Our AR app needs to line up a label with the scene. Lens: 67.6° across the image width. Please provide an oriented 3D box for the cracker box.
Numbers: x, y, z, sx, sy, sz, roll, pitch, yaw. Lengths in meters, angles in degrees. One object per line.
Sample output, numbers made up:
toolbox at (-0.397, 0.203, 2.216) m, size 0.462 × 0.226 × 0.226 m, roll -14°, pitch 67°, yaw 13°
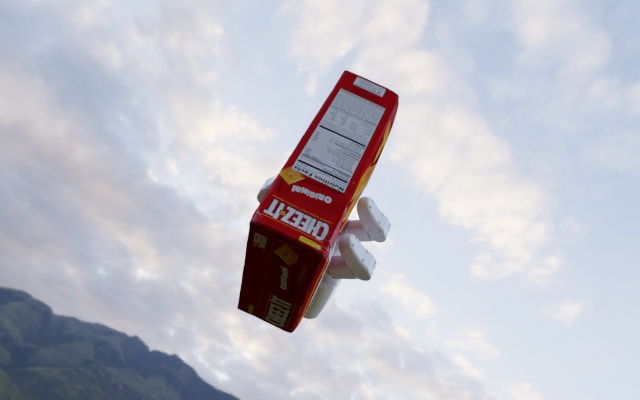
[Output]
cracker box at (0.000, 0.001, 0.478) m, size 0.072 × 0.213 × 0.164 m, roll 24°, pitch -37°, yaw 5°
